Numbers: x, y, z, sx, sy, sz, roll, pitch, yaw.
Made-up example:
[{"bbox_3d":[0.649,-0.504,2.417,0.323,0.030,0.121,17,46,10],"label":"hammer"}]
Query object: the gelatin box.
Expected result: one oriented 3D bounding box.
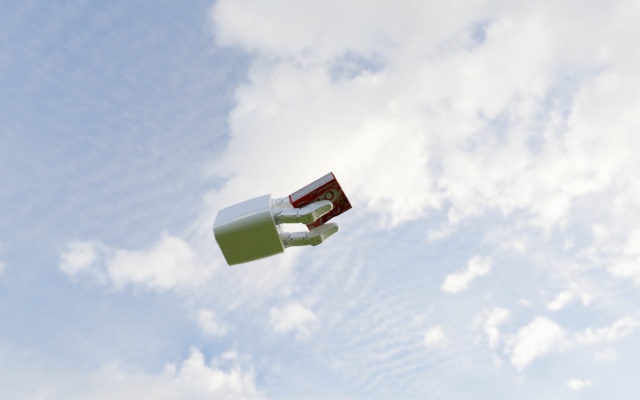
[{"bbox_3d":[0.000,0.002,0.825,0.089,0.073,0.030,-29,34,4],"label":"gelatin box"}]
